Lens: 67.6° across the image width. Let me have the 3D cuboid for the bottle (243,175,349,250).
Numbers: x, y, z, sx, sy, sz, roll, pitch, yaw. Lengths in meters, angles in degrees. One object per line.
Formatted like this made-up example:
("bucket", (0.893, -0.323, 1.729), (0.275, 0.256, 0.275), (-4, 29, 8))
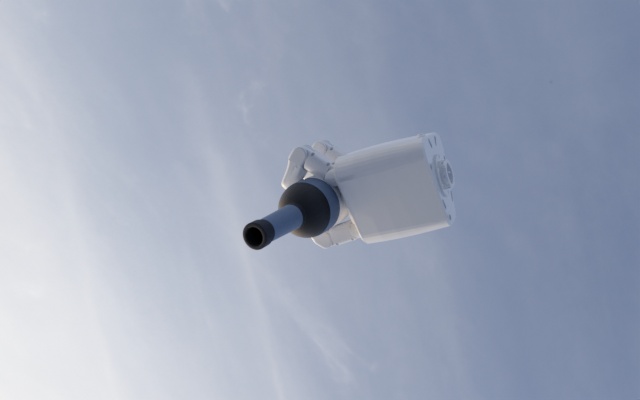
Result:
("bottle", (0.000, 0.002, 0.577), (0.069, 0.069, 0.295), (0, 13, 26))
